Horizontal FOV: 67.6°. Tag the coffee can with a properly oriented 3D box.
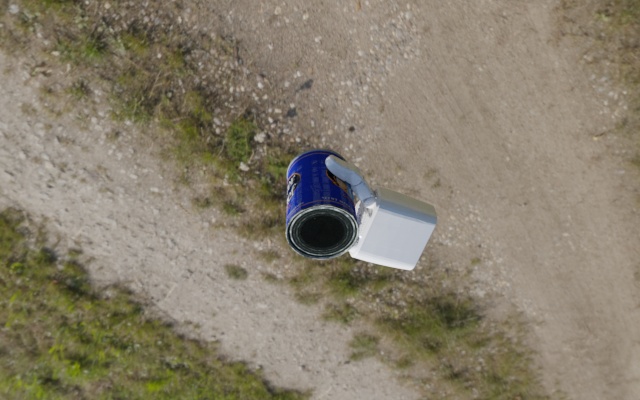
[{"bbox_3d":[0.000,0.002,0.714,0.103,0.103,0.140,0,39,-3],"label":"coffee can"}]
